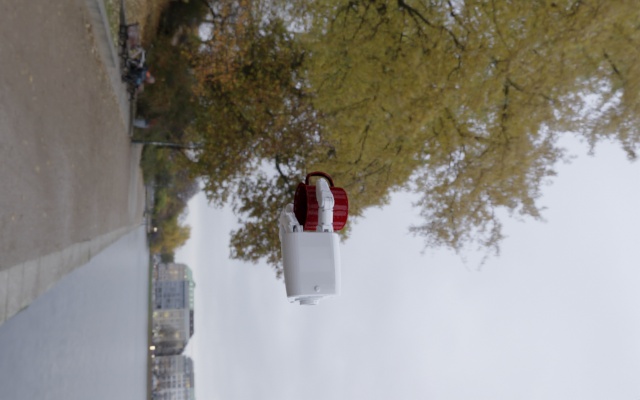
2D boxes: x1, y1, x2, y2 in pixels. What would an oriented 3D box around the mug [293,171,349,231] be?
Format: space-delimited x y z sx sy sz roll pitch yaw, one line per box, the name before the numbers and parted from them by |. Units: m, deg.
mug | 0.000 0.002 0.884 0.081 0.117 0.093 2 -18 -19
